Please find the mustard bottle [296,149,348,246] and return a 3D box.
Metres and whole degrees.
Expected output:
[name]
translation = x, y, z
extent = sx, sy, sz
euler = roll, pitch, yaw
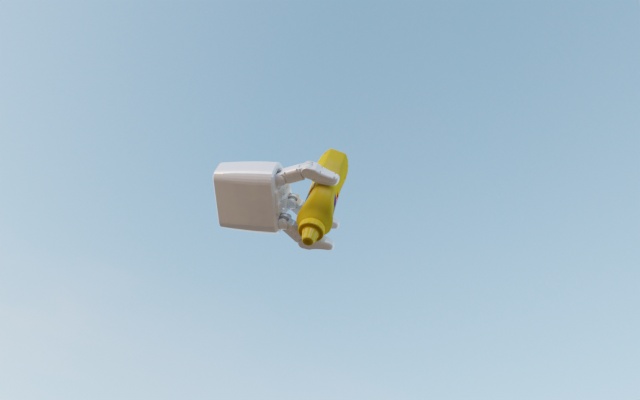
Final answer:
[mustard bottle]
translation = 0.001, 0.002, 0.787
extent = 0.058, 0.096, 0.191
euler = 20, 41, -1
